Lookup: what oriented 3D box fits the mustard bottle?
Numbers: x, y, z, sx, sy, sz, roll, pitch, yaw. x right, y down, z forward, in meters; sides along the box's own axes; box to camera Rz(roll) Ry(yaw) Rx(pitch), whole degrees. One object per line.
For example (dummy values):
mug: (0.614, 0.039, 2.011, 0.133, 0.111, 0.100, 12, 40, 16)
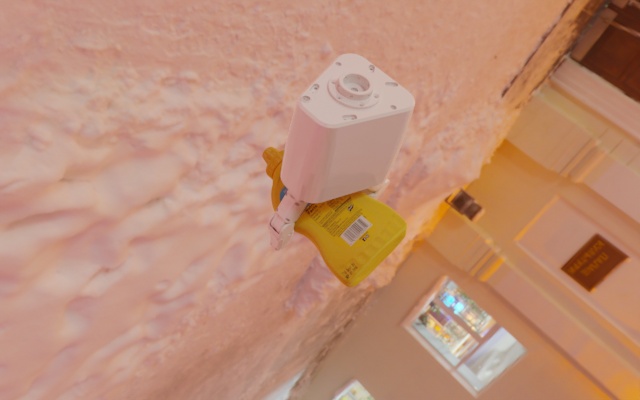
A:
mustard bottle: (0.000, 0.002, 0.552, 0.191, 0.096, 0.058, 43, -9, 20)
